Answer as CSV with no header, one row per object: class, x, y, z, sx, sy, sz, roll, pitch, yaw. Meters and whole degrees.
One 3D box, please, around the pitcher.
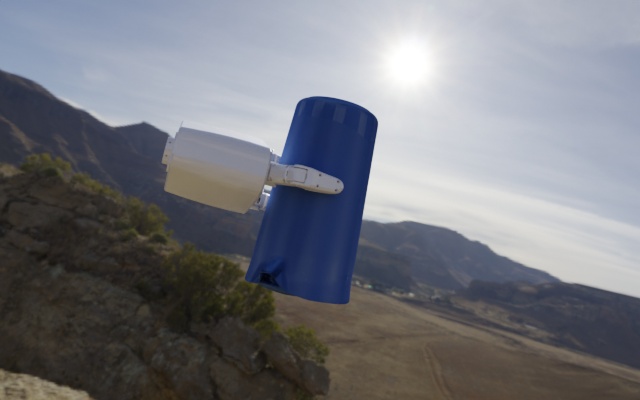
pitcher,0.000,0.002,0.611,0.145,0.243,0.149,14,-4,-18
